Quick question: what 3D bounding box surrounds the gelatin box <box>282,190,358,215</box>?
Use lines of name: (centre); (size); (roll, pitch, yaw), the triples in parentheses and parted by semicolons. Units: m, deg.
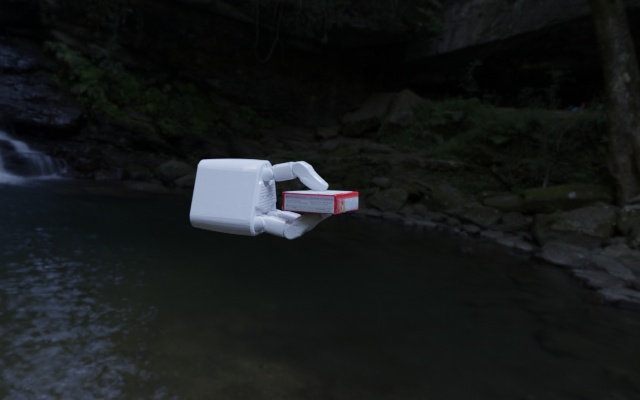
gelatin box: (0.000, 0.002, 0.688); (0.089, 0.030, 0.073); (2, 5, 29)
